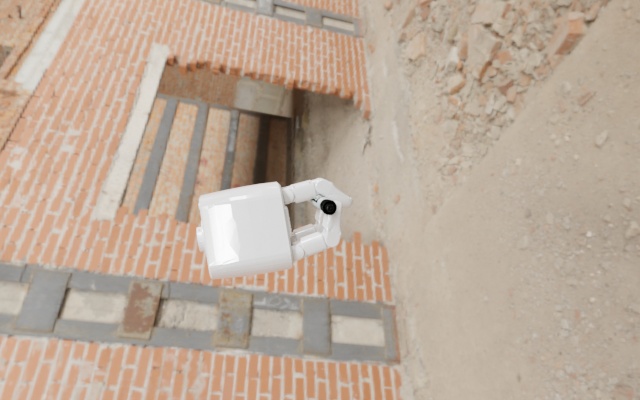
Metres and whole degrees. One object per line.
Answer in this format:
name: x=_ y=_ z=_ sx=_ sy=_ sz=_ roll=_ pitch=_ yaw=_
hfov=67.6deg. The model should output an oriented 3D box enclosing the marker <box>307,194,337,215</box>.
marker: x=0.000 y=0.002 z=0.630 sx=0.020 sy=0.020 sz=0.121 roll=0 pitch=7 yaw=-12
